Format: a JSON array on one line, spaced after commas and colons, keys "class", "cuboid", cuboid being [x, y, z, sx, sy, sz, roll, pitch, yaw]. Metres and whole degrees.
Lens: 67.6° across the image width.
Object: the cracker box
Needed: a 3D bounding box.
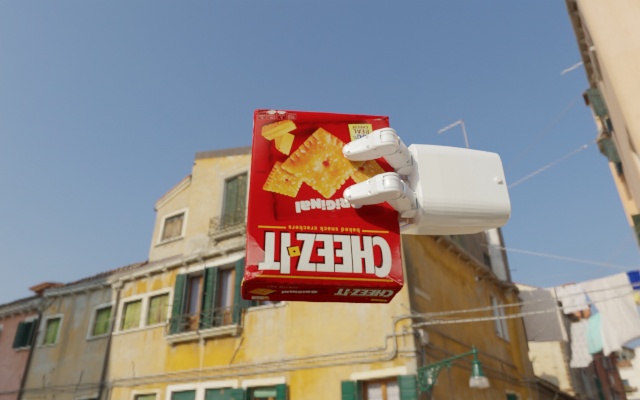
[{"class": "cracker box", "cuboid": [0.000, 0.002, 0.539, 0.164, 0.213, 0.072, 3, -28, -7]}]
